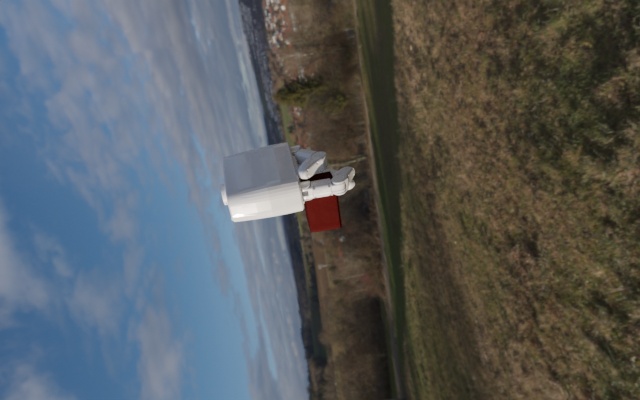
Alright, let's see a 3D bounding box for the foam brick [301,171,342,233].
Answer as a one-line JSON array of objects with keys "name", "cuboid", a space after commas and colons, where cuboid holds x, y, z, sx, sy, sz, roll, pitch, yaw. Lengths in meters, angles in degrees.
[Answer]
[{"name": "foam brick", "cuboid": [0.000, 0.003, 0.748, 0.051, 0.078, 0.053, -12, 31, -6]}]
